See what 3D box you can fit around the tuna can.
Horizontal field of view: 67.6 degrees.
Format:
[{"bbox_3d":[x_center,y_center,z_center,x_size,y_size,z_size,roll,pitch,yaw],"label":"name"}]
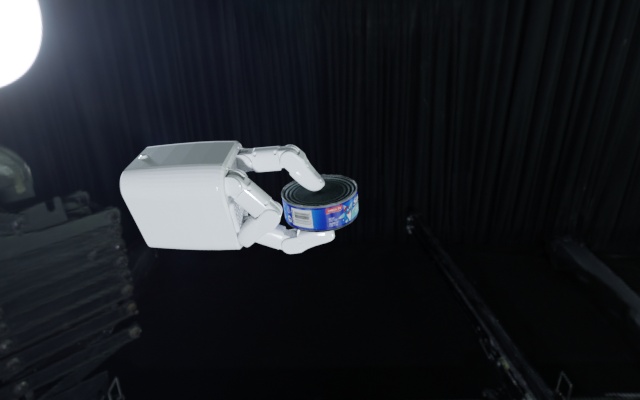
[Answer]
[{"bbox_3d":[0.000,0.002,0.540,0.086,0.034,0.086,-5,25,2],"label":"tuna can"}]
